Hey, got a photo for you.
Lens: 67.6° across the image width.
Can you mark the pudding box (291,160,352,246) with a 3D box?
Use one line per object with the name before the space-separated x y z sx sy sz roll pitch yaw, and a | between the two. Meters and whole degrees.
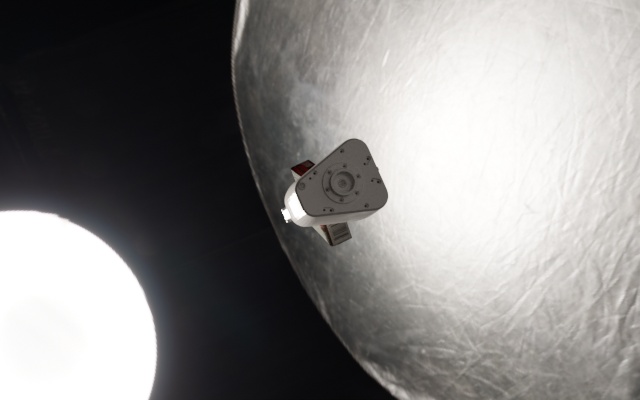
pudding box | 0.000 0.002 0.723 0.039 0.113 0.090 -23 25 -13
